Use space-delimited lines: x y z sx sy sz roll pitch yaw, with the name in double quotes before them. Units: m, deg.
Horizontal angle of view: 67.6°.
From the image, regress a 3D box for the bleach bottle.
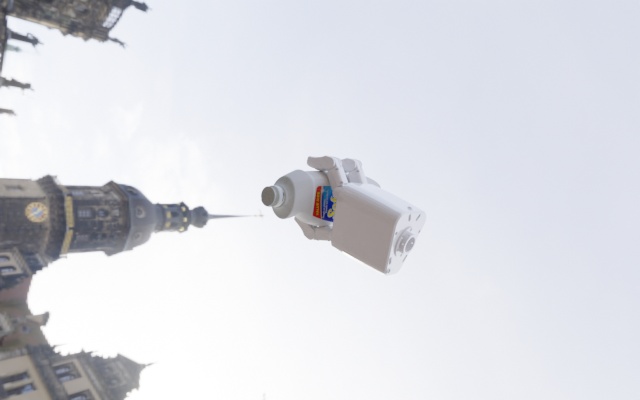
"bleach bottle" 0.000 0.002 0.771 0.068 0.102 0.251 30 18 34
